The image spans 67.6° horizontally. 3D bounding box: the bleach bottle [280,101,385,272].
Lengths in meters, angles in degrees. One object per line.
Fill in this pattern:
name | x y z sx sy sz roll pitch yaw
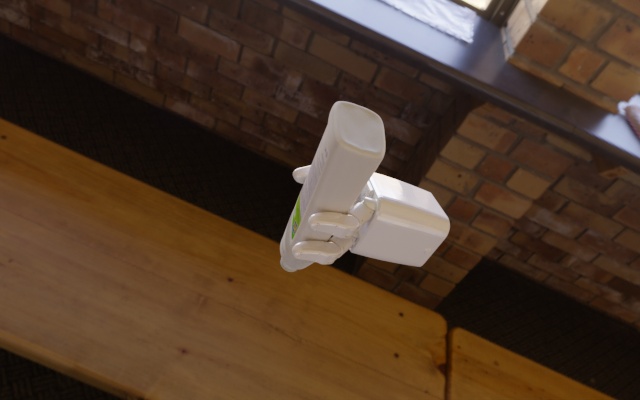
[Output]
bleach bottle | 0.000 0.002 0.622 0.068 0.102 0.251 17 -49 -13
